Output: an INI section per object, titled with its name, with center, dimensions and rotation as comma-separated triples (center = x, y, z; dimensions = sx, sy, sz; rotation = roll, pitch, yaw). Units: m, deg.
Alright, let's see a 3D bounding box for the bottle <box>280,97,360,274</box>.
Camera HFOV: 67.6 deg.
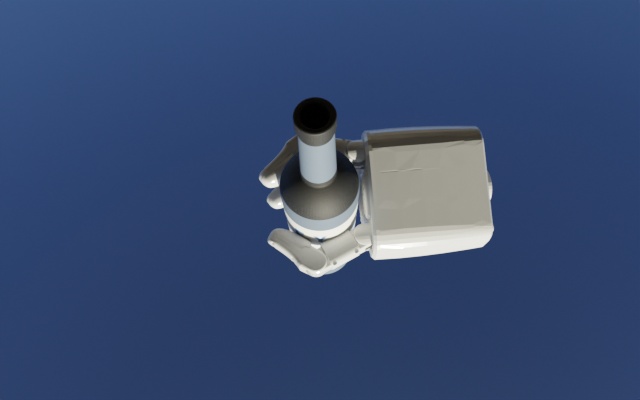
[bottle]
center = 0.000, 0.002, 0.430
dimensions = 0.069, 0.069, 0.296
rotation = 0, -21, 1
